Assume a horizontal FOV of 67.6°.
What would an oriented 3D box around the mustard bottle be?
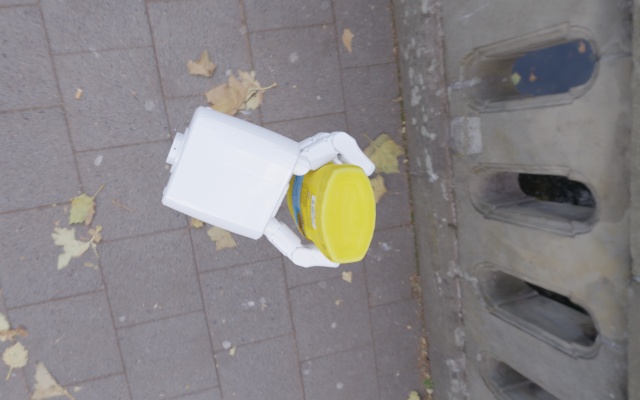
[{"bbox_3d":[0.000,0.002,0.542,0.058,0.096,0.191,-5,9,-16],"label":"mustard bottle"}]
